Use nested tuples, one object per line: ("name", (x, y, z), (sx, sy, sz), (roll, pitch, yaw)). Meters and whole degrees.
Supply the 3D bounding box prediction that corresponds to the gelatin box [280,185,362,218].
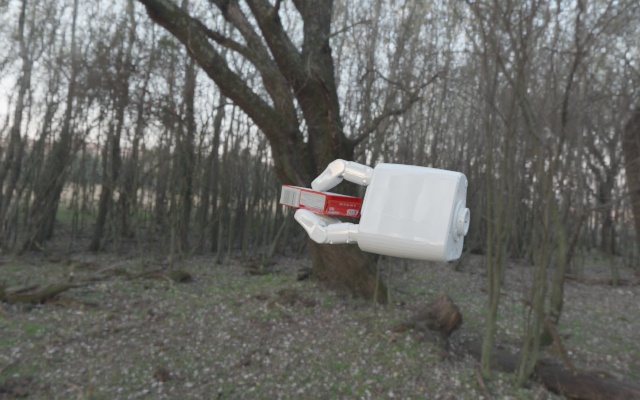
("gelatin box", (0.000, 0.002, 0.660), (0.089, 0.030, 0.073), (13, 4, 41))
